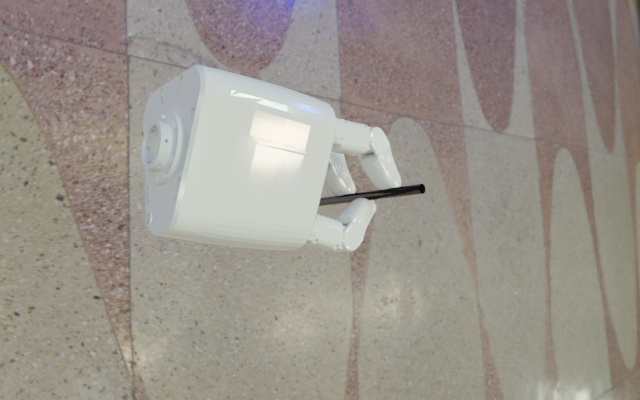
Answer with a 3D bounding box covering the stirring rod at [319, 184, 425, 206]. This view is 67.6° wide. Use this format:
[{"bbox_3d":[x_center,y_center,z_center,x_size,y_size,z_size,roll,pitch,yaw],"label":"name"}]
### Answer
[{"bbox_3d":[0.000,0.002,0.463,0.011,0.011,0.239,0,-5,-42],"label":"stirring rod"}]
